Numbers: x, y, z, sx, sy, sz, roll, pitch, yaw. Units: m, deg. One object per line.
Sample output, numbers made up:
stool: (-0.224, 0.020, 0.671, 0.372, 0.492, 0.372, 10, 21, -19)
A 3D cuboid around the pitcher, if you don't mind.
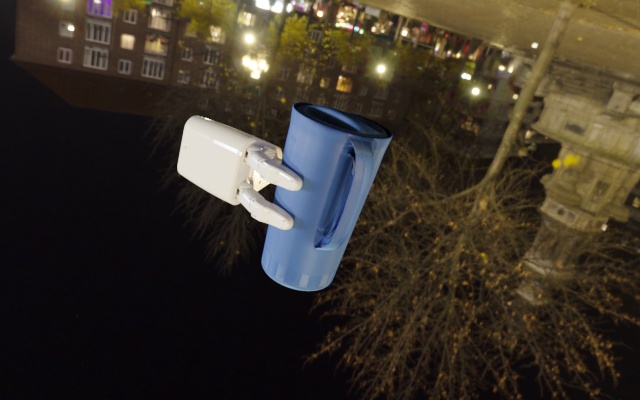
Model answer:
pitcher: (0.000, 0.002, 0.643, 0.145, 0.243, 0.149, 25, 22, 19)
